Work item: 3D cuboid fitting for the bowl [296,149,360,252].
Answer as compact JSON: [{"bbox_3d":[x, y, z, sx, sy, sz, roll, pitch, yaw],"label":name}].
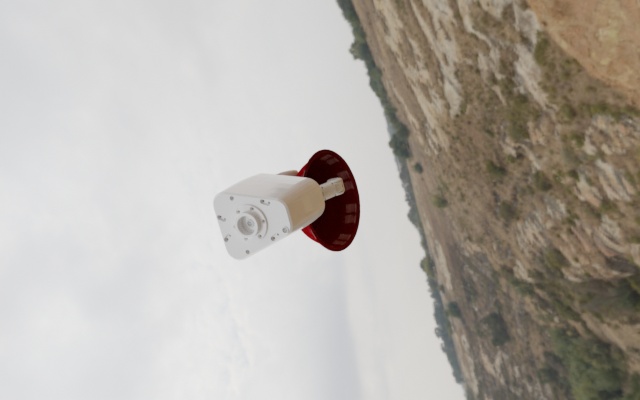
[{"bbox_3d":[0.001,0.003,0.762,0.055,0.162,0.162,-9,-5,35],"label":"bowl"}]
